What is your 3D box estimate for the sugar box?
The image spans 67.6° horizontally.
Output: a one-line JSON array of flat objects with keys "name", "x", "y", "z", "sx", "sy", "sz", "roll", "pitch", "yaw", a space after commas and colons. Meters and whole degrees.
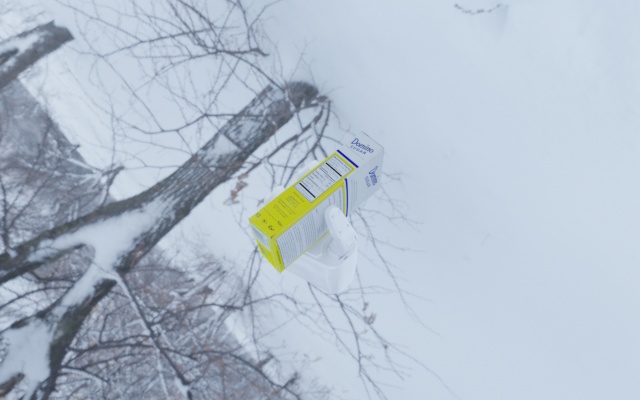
[{"name": "sugar box", "x": 0.000, "y": 0.002, "z": 0.577, "sx": 0.048, "sy": 0.176, "sz": 0.093, "roll": 40, "pitch": -22, "yaw": 23}]
